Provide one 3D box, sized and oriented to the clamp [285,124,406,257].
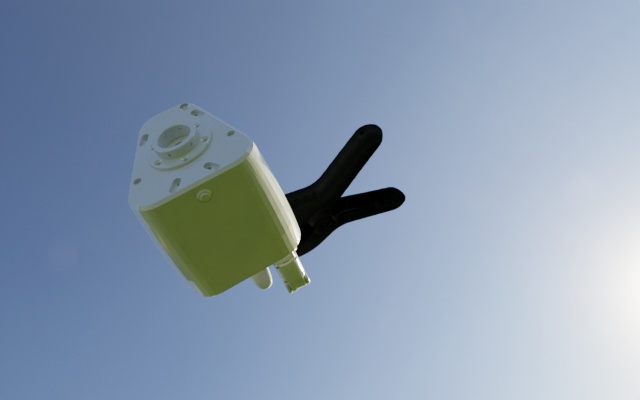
[{"bbox_3d":[0.000,0.001,0.443,0.171,0.120,0.039,-29,47,-8],"label":"clamp"}]
